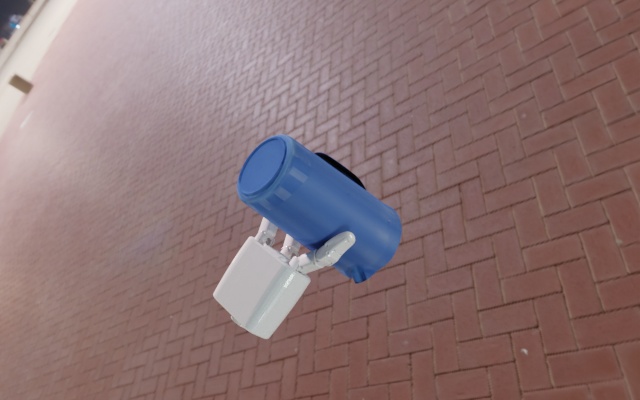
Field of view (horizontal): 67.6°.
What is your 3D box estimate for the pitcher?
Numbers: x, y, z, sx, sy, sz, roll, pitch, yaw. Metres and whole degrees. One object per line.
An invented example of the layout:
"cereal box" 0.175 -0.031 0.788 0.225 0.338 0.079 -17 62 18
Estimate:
"pitcher" 0.000 0.002 0.706 0.243 0.145 0.149 36 -2 -37
